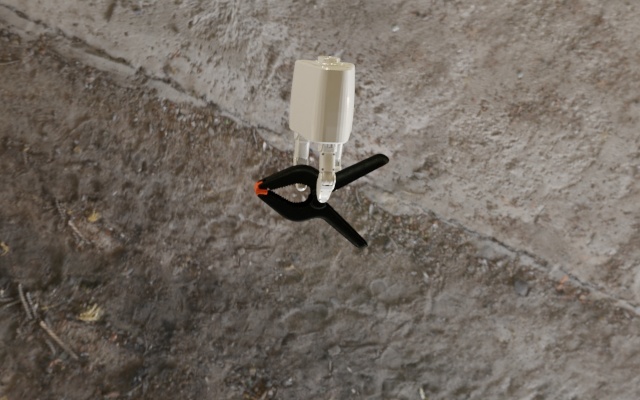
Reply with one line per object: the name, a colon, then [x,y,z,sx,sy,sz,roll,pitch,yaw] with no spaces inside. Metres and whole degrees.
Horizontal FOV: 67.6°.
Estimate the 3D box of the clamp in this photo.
clamp: [0.000,0.003,0.764,0.210,0.165,0.036,0,20,-10]
